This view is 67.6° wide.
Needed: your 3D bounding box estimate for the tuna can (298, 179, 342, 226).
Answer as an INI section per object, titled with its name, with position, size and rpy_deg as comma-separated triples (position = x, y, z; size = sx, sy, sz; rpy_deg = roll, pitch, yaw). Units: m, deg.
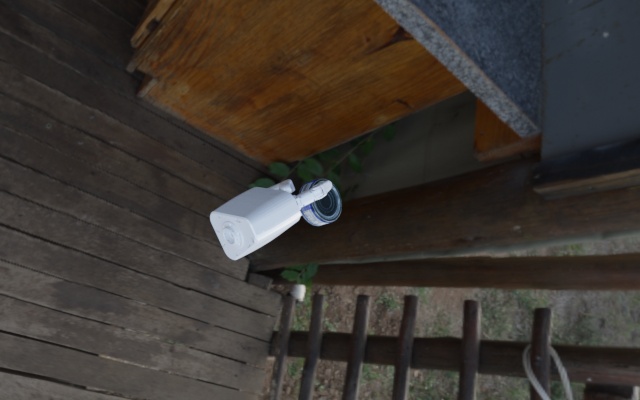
[tuna can]
position = 0.001, 0.003, 0.896
size = 0.034, 0.086, 0.086
rpy_deg = -17, -12, 43
